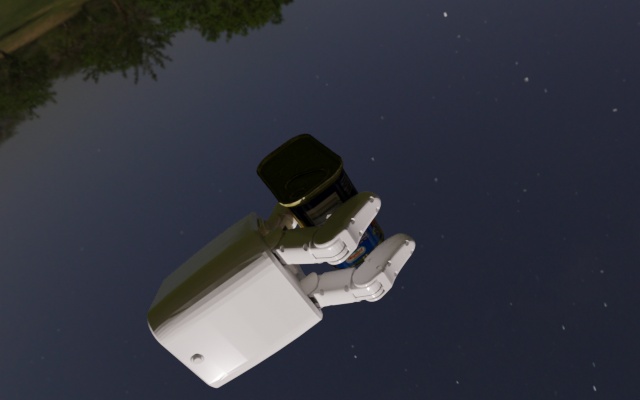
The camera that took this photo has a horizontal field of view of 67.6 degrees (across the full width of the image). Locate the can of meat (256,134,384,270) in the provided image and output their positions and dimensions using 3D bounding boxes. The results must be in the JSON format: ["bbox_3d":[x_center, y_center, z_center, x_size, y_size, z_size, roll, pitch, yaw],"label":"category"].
[{"bbox_3d":[0.000,0.001,0.402,0.057,0.084,0.102,-37,31,-5],"label":"can of meat"}]
